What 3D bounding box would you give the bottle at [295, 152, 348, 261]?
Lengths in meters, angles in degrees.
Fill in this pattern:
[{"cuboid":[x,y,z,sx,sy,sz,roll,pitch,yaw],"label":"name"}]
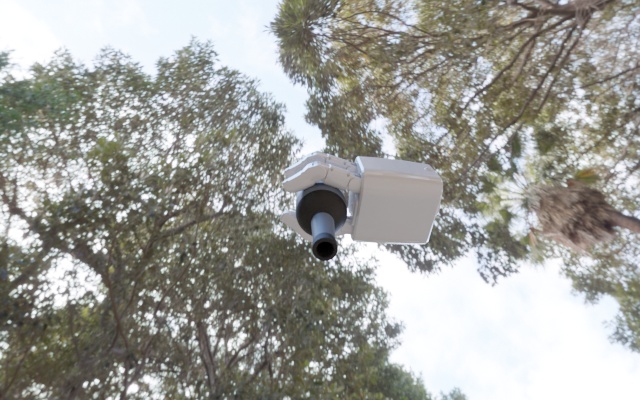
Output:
[{"cuboid":[0.000,0.002,0.642,0.069,0.069,0.295,0,20,-2],"label":"bottle"}]
